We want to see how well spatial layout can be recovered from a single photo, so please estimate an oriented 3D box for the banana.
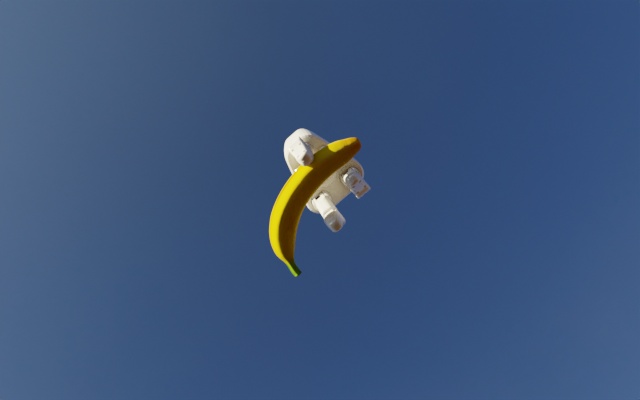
[{"bbox_3d":[-0.018,-0.002,0.622,0.069,0.198,0.037,24,9,-9],"label":"banana"}]
